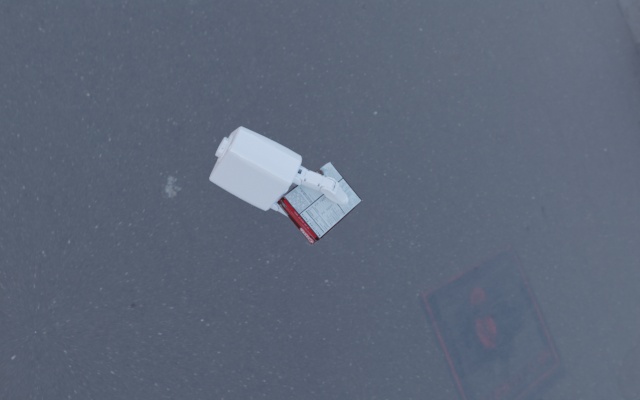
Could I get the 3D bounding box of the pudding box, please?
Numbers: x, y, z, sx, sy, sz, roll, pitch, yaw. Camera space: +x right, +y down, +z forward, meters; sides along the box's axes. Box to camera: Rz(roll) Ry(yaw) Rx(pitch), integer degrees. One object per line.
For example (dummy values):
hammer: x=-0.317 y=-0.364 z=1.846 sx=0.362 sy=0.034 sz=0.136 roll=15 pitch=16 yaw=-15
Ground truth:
pudding box: x=0.000 y=0.002 z=0.771 sx=0.113 sy=0.090 sz=0.039 roll=-40 pitch=1 yaw=-29
